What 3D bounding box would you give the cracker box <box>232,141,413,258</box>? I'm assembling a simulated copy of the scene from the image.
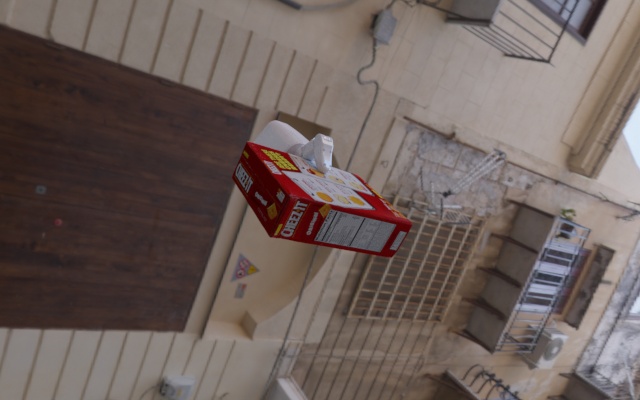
[{"bbox_3d":[0.000,0.002,0.687,0.214,0.072,0.164,13,22,-35],"label":"cracker box"}]
